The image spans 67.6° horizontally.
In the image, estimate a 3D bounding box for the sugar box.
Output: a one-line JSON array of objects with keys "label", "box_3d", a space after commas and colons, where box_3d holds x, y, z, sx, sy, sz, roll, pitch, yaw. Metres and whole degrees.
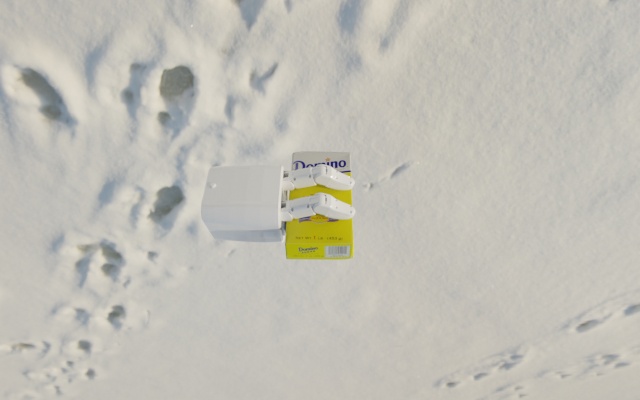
[{"label": "sugar box", "box_3d": [0.000, 0.002, 0.693, 0.093, 0.176, 0.048, 0, -38, 0]}]
